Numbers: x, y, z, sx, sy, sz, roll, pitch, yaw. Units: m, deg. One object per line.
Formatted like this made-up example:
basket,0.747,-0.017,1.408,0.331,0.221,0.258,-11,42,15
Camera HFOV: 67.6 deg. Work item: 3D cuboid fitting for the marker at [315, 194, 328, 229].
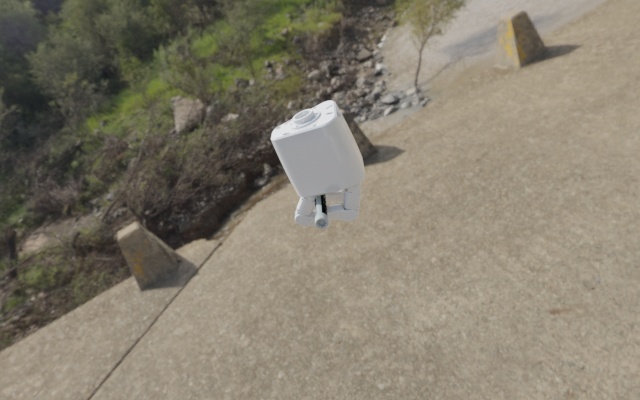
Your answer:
marker,0.000,0.002,0.735,0.020,0.020,0.121,0,31,-2
